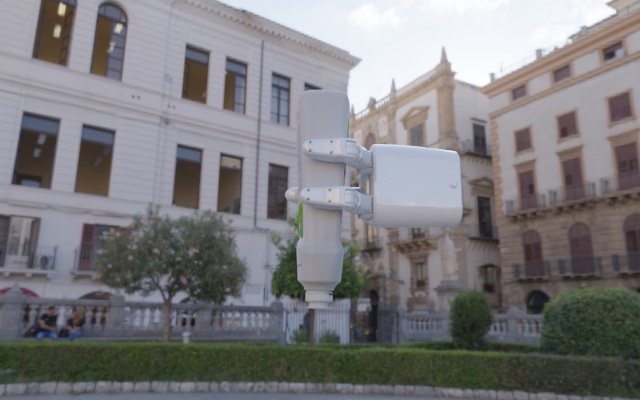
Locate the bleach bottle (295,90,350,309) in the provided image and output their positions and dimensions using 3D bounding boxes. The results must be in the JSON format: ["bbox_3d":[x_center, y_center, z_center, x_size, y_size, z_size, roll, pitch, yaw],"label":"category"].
[{"bbox_3d":[0.000,0.002,0.574,0.068,0.250,0.102,2,-13,-3],"label":"bleach bottle"}]
